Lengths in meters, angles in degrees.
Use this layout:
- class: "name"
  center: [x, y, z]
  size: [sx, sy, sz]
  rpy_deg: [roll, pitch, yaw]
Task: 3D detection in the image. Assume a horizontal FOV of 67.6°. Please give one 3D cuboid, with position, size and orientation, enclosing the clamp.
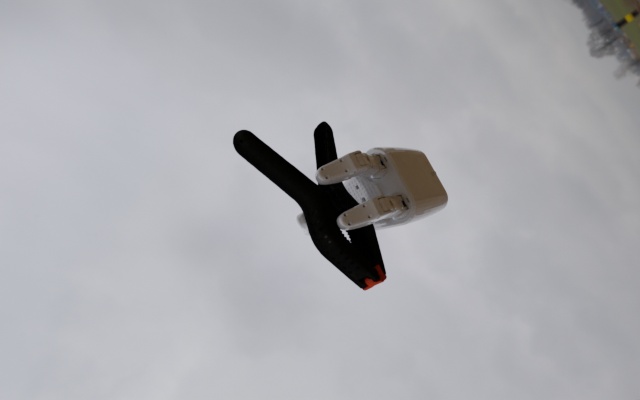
- class: "clamp"
  center: [0.000, 0.003, 0.516]
  size: [0.036, 0.210, 0.164]
  rpy_deg: [-36, -16, 35]
